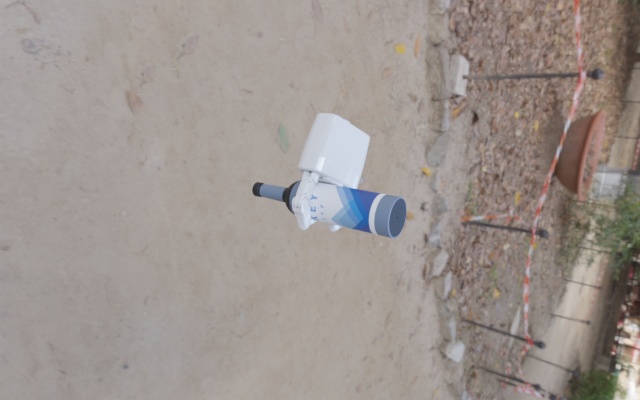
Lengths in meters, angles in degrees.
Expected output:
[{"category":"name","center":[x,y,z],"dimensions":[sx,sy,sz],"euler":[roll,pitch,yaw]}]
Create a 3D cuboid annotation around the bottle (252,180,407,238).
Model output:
[{"category":"bottle","center":[0.000,0.003,0.828],"dimensions":[0.295,0.069,0.069],"euler":[11,6,33]}]
